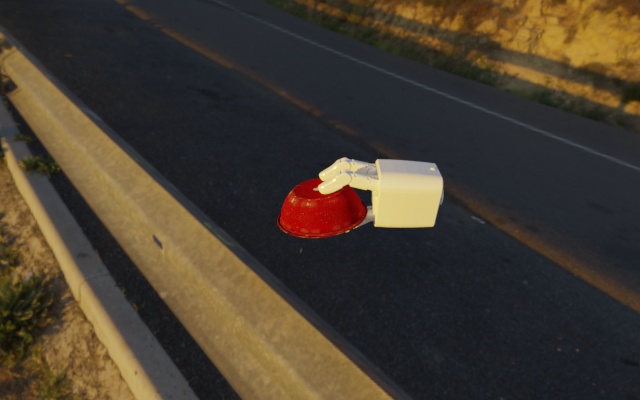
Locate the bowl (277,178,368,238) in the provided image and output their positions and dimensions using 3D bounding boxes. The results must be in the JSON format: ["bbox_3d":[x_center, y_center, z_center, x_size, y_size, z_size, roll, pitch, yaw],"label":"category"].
[{"bbox_3d":[-0.001,0.003,0.836,0.162,0.055,0.162,-7,25,3],"label":"bowl"}]
